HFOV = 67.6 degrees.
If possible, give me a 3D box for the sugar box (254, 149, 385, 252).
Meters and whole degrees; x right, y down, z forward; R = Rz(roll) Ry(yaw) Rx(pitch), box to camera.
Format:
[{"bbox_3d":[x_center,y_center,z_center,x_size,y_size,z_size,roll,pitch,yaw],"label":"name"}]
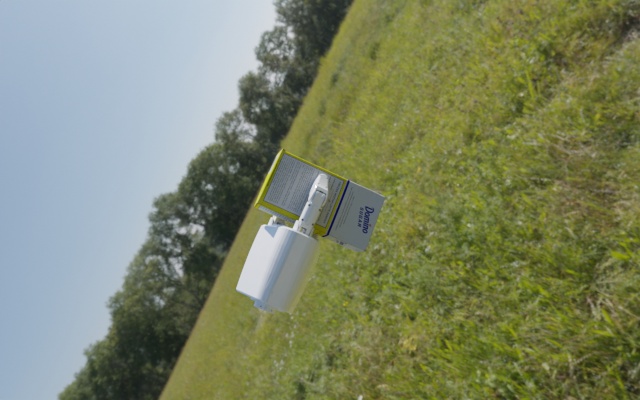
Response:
[{"bbox_3d":[0.000,0.003,0.720,0.176,0.093,0.048,26,-14,-11],"label":"sugar box"}]
